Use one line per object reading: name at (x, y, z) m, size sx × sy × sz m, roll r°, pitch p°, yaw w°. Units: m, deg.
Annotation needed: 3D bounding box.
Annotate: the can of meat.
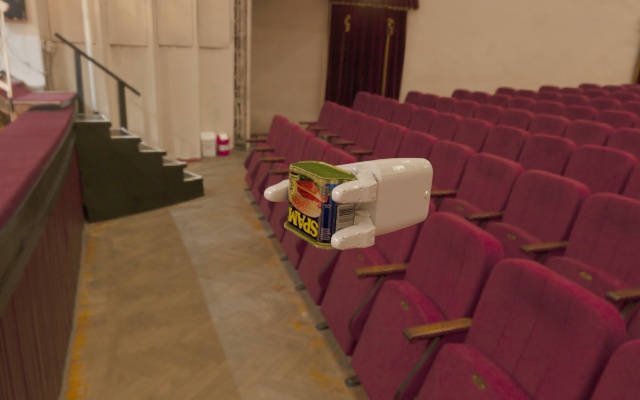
can of meat at (0.000, 0.002, 0.587) m, size 0.057 × 0.084 × 0.102 m, roll -7°, pitch 20°, yaw -33°
